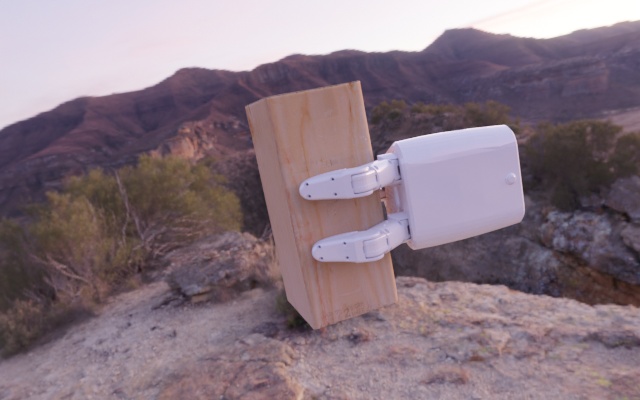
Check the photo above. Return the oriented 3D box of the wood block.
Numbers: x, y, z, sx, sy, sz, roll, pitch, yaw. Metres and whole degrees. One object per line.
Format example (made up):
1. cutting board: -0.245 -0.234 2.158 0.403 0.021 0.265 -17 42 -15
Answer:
1. wood block: 0.000 0.001 0.458 0.090 0.206 0.091 -14 11 -17
